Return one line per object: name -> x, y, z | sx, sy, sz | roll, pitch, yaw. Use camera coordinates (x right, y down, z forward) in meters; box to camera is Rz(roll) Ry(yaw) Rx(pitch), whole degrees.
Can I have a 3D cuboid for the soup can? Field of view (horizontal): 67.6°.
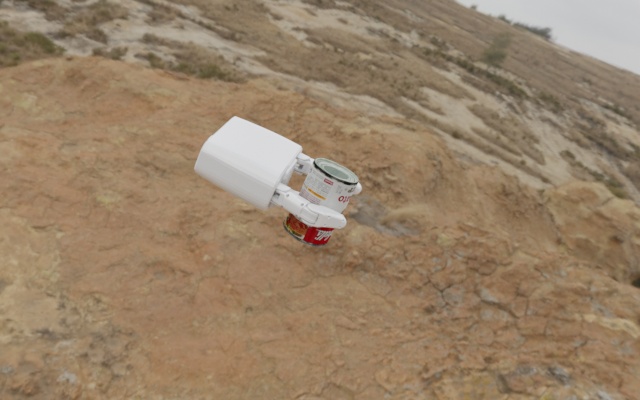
soup can -> 0.001, 0.002, 0.645 | 0.068, 0.102, 0.068 | 23, 20, -9
